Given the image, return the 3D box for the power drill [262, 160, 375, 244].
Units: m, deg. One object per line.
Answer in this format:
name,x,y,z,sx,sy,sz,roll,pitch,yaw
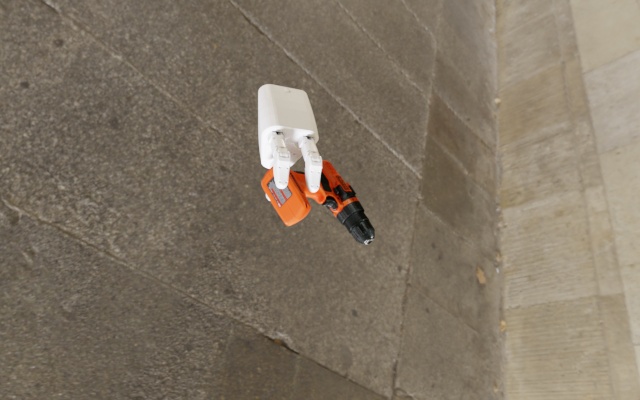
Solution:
power drill,0.000,0.002,0.824,0.057,0.184,0.187,-47,-27,25
